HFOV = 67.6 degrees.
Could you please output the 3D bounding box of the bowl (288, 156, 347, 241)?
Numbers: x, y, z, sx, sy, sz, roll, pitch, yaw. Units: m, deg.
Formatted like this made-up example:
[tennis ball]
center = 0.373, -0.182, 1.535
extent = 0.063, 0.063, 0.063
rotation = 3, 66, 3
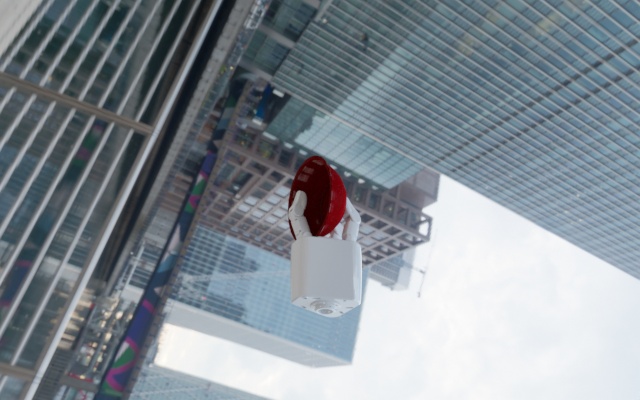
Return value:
[bowl]
center = 0.001, 0.002, 0.865
extent = 0.055, 0.162, 0.162
rotation = 9, -4, -29
